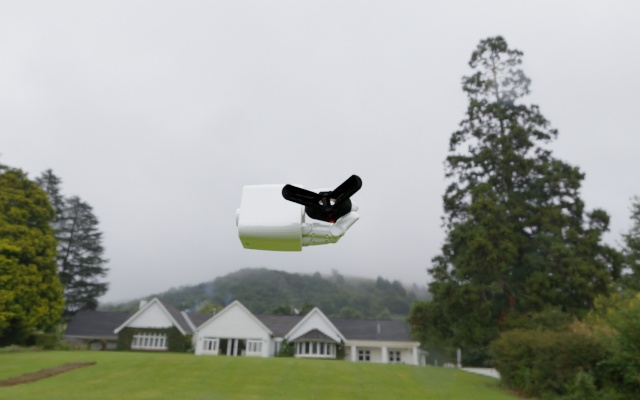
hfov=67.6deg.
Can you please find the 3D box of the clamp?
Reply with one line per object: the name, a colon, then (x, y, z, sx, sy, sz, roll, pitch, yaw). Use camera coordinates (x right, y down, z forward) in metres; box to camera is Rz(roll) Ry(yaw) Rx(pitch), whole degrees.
clamp: (0.000, 0.002, 0.770, 0.120, 0.039, 0.171, 0, -22, -1)
